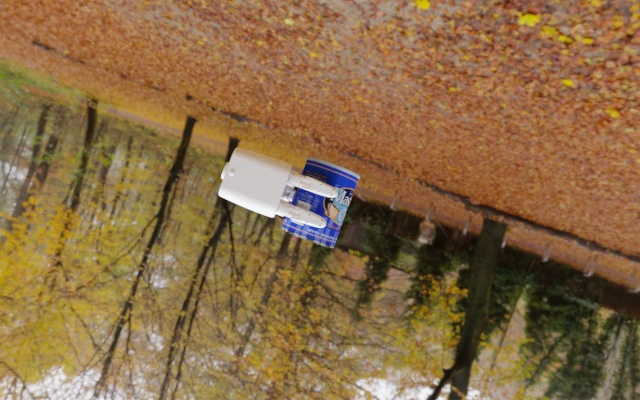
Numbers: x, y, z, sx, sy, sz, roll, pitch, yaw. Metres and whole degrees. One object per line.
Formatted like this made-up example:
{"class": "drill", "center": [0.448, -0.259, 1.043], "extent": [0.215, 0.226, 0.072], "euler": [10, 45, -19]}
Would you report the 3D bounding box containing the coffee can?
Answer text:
{"class": "coffee can", "center": [0.000, 0.003, 0.868], "extent": [0.103, 0.140, 0.103], "euler": [20, -1, 0]}
